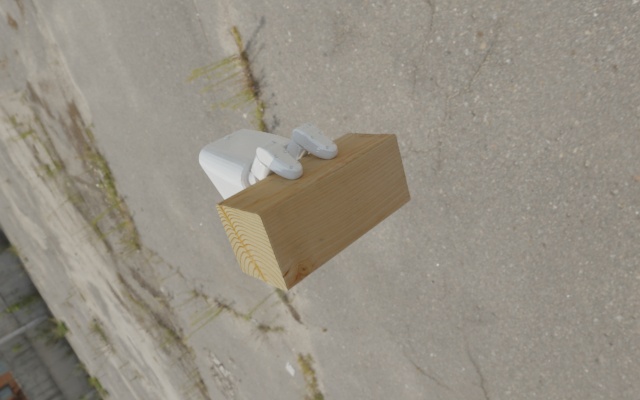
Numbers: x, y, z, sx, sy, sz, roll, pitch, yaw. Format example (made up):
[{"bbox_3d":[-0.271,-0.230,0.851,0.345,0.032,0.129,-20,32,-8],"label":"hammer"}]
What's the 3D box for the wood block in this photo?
[{"bbox_3d":[0.000,0.002,0.550,0.206,0.091,0.090,-32,27,-33],"label":"wood block"}]
